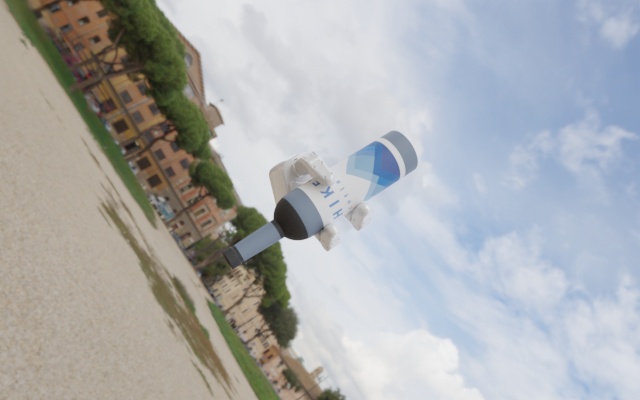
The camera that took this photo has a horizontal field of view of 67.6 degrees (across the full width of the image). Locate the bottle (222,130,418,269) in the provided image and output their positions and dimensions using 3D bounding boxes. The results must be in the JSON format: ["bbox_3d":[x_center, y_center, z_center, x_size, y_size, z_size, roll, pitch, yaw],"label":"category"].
[{"bbox_3d":[0.000,0.002,0.652,0.295,0.069,0.069,-32,10,-17],"label":"bottle"}]
